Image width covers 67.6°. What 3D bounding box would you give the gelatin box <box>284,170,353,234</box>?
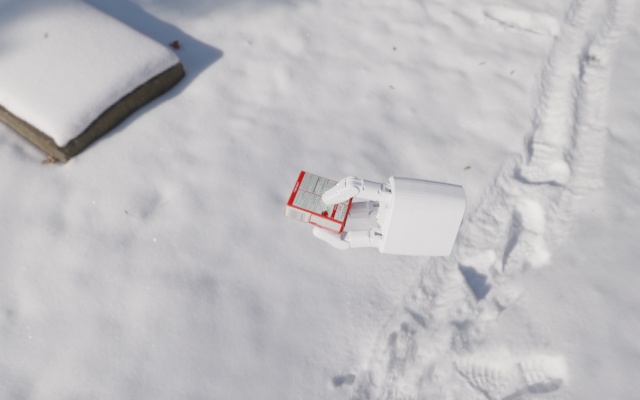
[{"bbox_3d":[0.000,0.002,0.703,0.089,0.073,0.030,19,-39,1],"label":"gelatin box"}]
